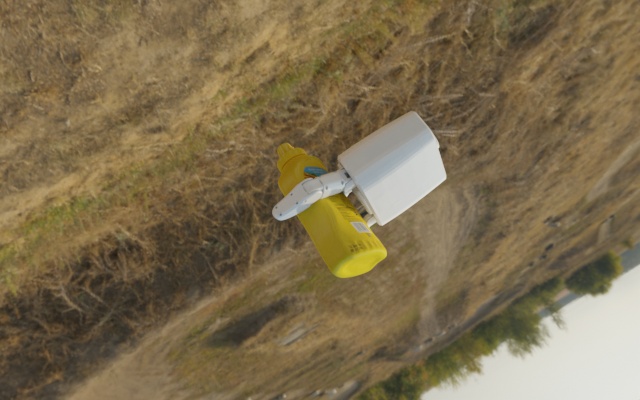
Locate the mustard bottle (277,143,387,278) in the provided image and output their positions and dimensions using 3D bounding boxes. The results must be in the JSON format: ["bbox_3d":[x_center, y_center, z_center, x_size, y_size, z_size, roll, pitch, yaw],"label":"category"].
[{"bbox_3d":[0.000,0.002,0.587,0.058,0.191,0.096,-45,-26,23],"label":"mustard bottle"}]
